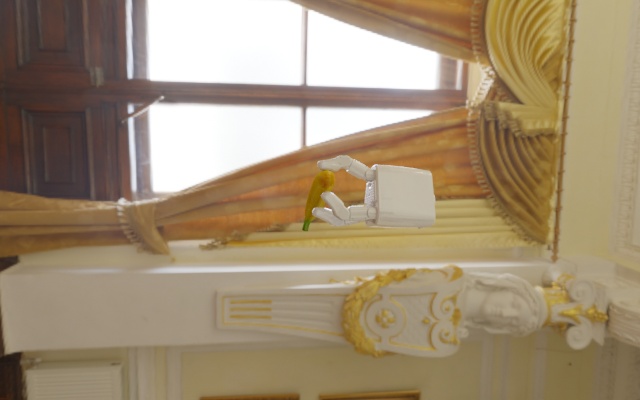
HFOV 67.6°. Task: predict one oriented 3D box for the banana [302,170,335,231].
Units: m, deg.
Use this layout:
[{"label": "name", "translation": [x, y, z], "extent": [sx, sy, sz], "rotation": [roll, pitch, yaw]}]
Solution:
[{"label": "banana", "translation": [0.000, -0.012, 0.894], "extent": [0.037, 0.069, 0.198], "rotation": [8, -31, -8]}]
